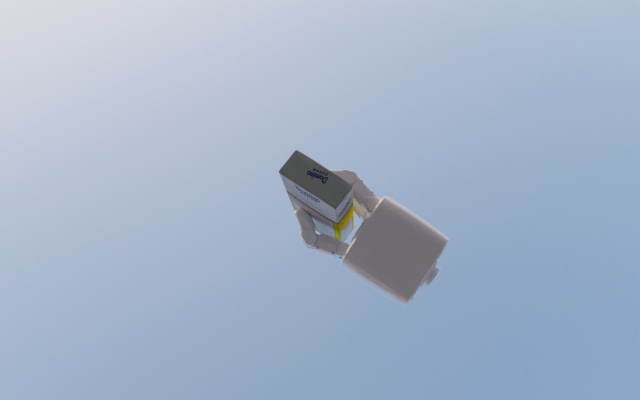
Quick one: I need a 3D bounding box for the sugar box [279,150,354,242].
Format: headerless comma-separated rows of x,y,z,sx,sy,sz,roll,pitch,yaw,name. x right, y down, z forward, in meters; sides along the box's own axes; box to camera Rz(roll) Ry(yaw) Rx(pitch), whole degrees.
0.001,0.002,0.680,0.093,0.048,0.176,33,-17,15,sugar box
